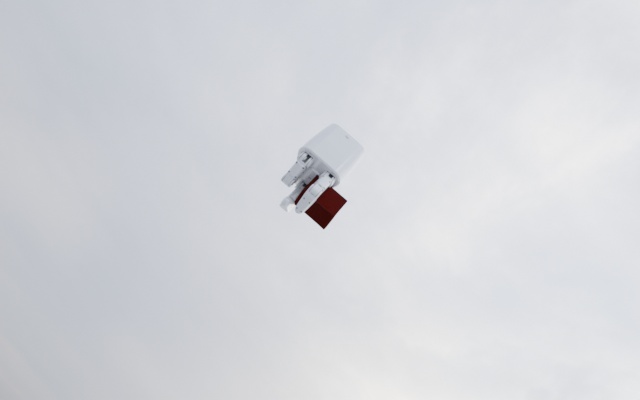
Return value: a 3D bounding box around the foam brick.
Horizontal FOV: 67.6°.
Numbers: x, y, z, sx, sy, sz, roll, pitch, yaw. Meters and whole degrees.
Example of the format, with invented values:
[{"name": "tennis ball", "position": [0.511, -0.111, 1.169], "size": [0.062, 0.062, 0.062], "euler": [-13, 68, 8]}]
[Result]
[{"name": "foam brick", "position": [0.000, 0.003, 0.887], "size": [0.051, 0.078, 0.053], "euler": [-47, -3, -39]}]
